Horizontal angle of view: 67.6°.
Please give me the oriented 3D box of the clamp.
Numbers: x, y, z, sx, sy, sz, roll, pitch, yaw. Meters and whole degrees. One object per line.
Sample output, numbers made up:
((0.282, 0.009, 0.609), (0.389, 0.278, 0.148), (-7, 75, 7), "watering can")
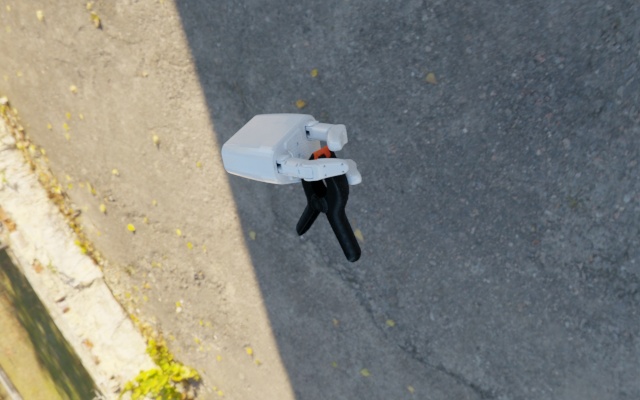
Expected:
((0.000, 0.002, 0.687), (0.120, 0.171, 0.039), (11, 30, 36), "clamp")
